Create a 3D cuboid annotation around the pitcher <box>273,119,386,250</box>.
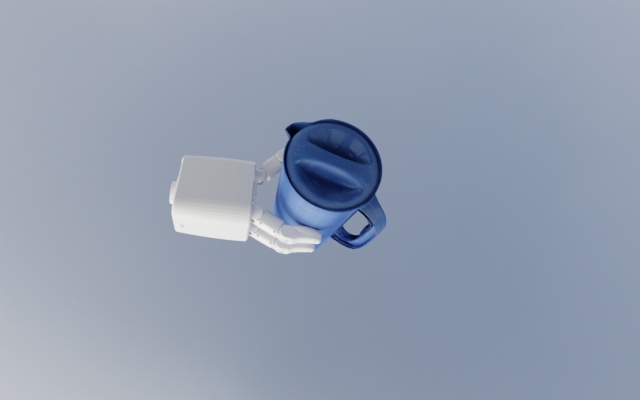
[{"bbox_3d":[0.000,0.002,0.718,0.145,0.149,0.243,4,-23,-11],"label":"pitcher"}]
